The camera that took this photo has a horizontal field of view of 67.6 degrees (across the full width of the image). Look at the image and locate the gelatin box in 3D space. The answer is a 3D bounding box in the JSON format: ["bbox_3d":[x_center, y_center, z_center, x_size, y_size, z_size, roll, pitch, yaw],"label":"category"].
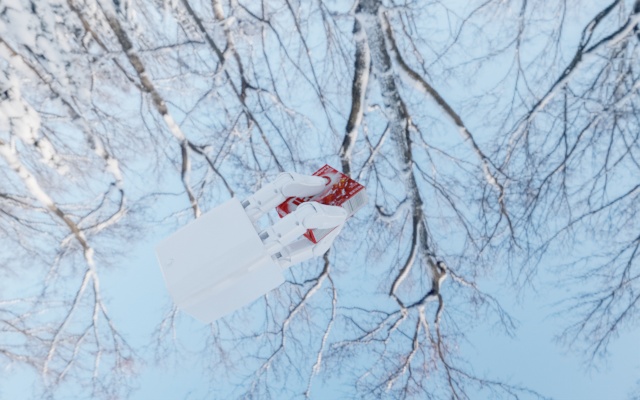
[{"bbox_3d":[0.000,0.002,0.570,0.089,0.030,0.073,-37,44,-19],"label":"gelatin box"}]
